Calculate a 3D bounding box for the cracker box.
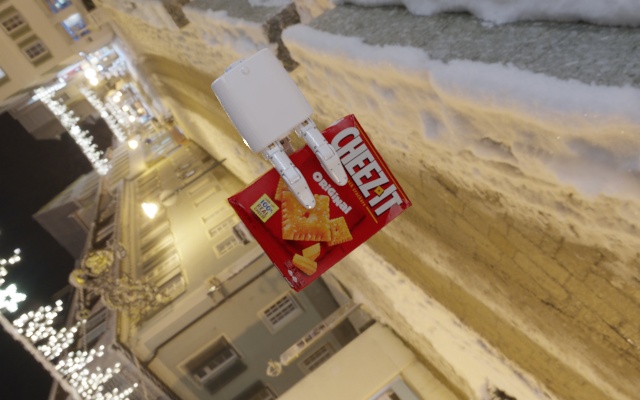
[{"bbox_3d":[0.000,0.002,0.691,0.213,0.164,0.072,-36,10,-9],"label":"cracker box"}]
